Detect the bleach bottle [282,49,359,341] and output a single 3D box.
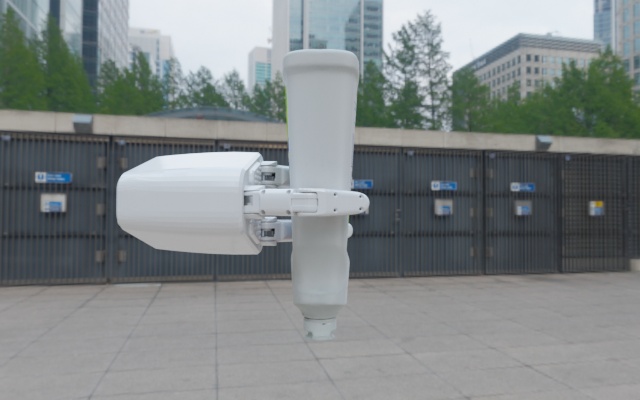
[{"bbox_3d":[0.000,0.001,0.437,0.068,0.251,0.102,0,-1,2],"label":"bleach bottle"}]
